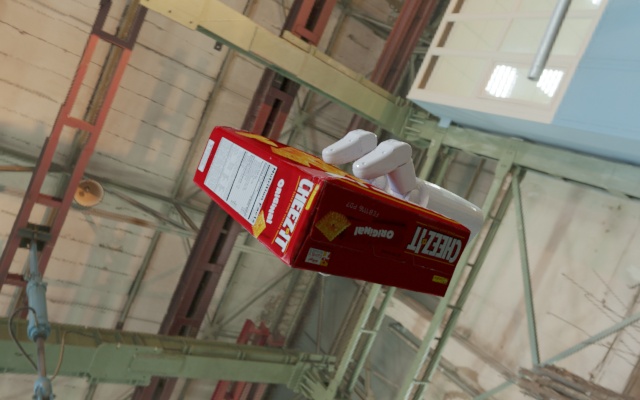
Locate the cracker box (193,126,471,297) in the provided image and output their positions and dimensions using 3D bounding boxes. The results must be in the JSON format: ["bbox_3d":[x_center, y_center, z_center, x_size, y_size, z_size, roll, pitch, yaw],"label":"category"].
[{"bbox_3d":[0.000,0.002,0.437,0.164,0.072,0.213,17,8,-36],"label":"cracker box"}]
